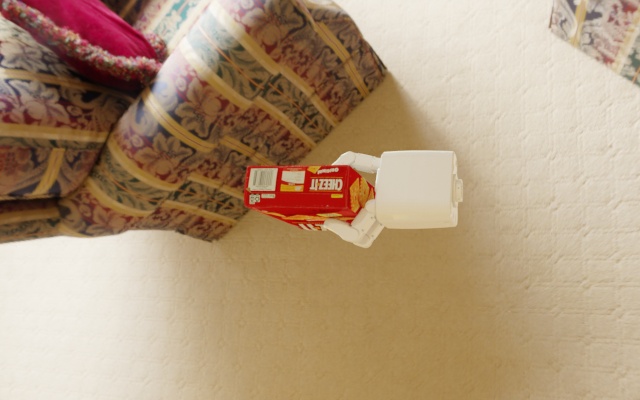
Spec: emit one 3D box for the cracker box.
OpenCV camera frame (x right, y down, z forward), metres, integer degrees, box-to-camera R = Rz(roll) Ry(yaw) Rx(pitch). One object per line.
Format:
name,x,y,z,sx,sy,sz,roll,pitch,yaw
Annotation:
cracker box,0.000,0.002,0.769,0.164,0.072,0.214,1,-12,21
